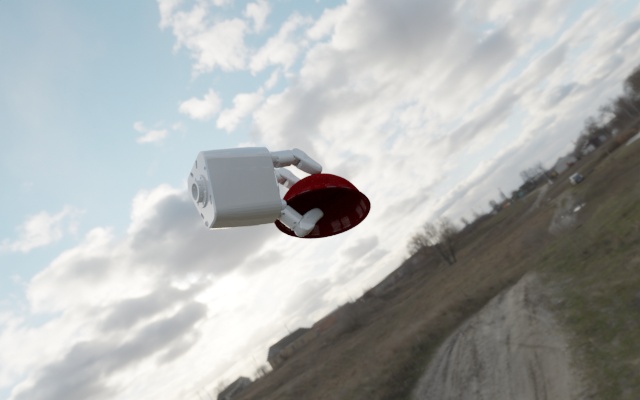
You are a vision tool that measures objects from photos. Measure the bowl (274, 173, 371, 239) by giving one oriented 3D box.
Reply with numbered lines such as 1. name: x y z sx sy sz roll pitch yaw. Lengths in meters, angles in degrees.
1. bowl: 0.001 0.003 0.796 0.162 0.055 0.162 -7 -32 -5
